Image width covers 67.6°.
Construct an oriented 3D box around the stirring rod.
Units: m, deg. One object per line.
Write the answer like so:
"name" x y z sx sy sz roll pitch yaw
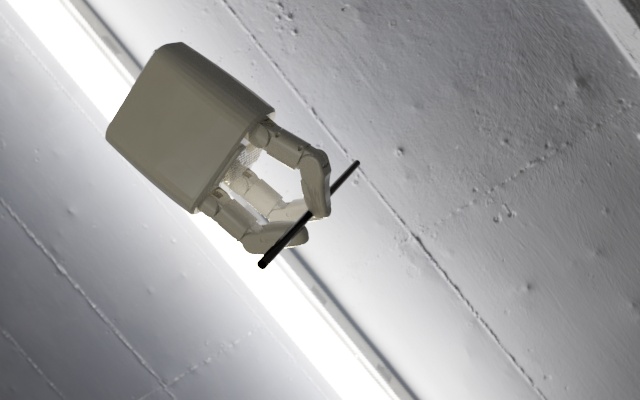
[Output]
"stirring rod" 0.000 0.001 0.440 0.011 0.011 0.239 0 21 22
